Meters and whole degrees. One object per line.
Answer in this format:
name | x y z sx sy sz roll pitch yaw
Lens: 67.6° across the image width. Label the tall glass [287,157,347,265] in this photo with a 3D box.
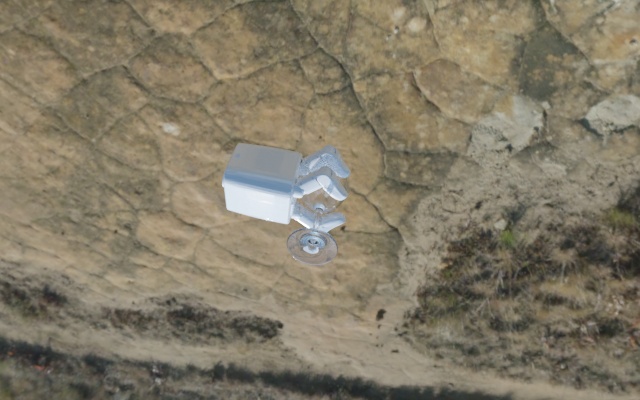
tall glass | 0.000 0.003 0.755 0.079 0.079 0.201 0 40 10
